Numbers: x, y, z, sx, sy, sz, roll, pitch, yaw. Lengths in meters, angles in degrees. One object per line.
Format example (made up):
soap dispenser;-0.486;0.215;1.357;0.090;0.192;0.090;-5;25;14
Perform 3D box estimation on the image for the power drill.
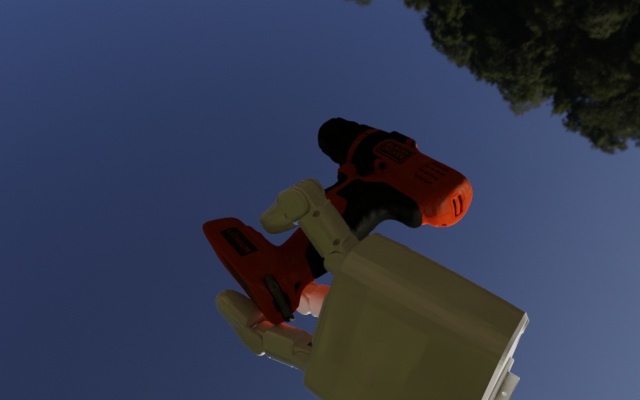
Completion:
power drill;0.000;0.002;0.402;0.187;0.057;0.184;-35;38;-16
